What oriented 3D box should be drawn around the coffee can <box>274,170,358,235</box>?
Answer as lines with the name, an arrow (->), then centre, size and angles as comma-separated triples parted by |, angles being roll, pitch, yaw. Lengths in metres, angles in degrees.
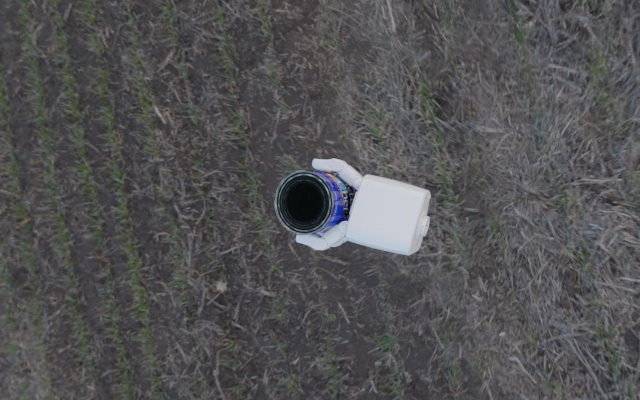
coffee can -> 0.000, 0.003, 0.809 | 0.103, 0.103, 0.140 | 0, 1, 23
